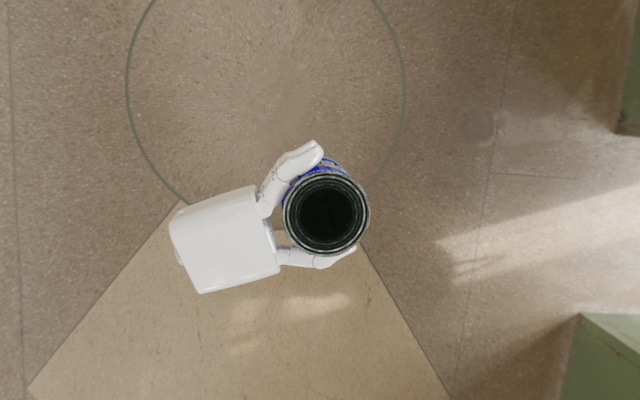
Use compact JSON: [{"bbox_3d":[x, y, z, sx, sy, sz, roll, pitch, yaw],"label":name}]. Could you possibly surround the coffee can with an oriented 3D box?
[{"bbox_3d":[0.000,0.002,0.614,0.103,0.103,0.140,0,12,-6],"label":"coffee can"}]
